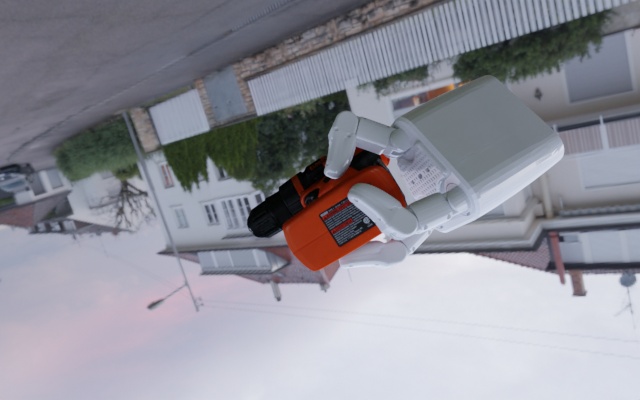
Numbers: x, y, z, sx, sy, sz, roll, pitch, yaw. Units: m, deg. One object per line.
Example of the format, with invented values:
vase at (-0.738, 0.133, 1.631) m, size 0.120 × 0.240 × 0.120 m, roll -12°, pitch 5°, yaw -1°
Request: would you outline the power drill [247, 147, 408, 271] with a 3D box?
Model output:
power drill at (0.000, 0.002, 0.485) m, size 0.184 × 0.057 × 0.187 m, roll -34°, pitch 16°, yaw 4°
